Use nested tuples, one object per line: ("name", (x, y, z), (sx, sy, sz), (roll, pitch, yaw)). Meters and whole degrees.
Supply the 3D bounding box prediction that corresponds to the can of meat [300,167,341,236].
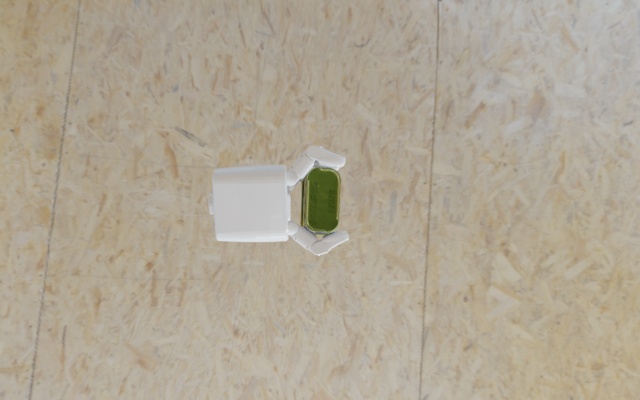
("can of meat", (0.000, 0.002, 0.735), (0.057, 0.102, 0.084), (2, -5, -4))
